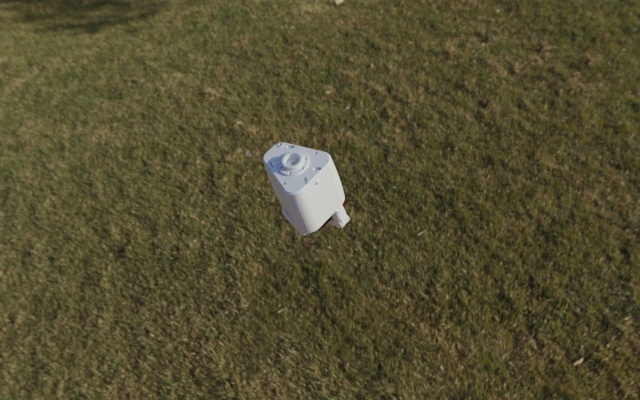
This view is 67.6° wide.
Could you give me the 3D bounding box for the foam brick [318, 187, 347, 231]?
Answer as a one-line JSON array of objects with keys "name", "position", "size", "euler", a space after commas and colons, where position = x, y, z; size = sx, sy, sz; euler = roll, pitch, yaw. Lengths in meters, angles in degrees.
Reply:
[{"name": "foam brick", "position": [0.000, 0.003, 0.841], "size": [0.053, 0.078, 0.051], "euler": [32, -22, 32]}]
